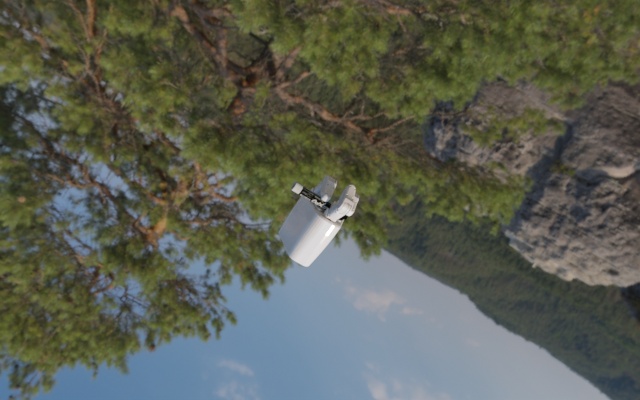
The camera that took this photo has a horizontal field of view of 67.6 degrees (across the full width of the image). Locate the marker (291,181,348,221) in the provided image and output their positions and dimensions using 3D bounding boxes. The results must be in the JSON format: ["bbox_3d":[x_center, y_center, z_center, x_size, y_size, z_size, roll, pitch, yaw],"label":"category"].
[{"bbox_3d":[0.000,0.003,0.896,0.121,0.020,0.020,31,-10,-16],"label":"marker"}]
